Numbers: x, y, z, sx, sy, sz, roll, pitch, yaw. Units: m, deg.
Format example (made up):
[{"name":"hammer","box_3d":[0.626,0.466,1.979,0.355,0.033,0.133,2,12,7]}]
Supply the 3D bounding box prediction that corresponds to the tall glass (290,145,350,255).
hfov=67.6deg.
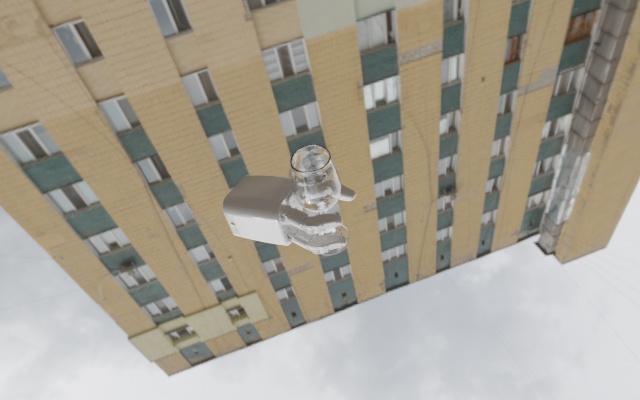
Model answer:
[{"name":"tall glass","box_3d":[0.000,0.003,0.789,0.079,0.079,0.201,0,-42,12]}]
